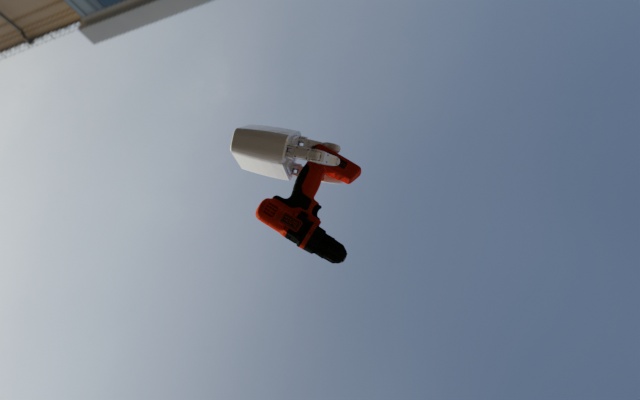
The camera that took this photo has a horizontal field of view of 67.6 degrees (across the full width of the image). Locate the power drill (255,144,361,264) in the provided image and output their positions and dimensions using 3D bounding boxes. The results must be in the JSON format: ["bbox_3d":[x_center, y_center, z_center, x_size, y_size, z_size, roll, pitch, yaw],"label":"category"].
[{"bbox_3d":[0.000,0.002,0.886,0.184,0.187,0.057,32,-19,0],"label":"power drill"}]
